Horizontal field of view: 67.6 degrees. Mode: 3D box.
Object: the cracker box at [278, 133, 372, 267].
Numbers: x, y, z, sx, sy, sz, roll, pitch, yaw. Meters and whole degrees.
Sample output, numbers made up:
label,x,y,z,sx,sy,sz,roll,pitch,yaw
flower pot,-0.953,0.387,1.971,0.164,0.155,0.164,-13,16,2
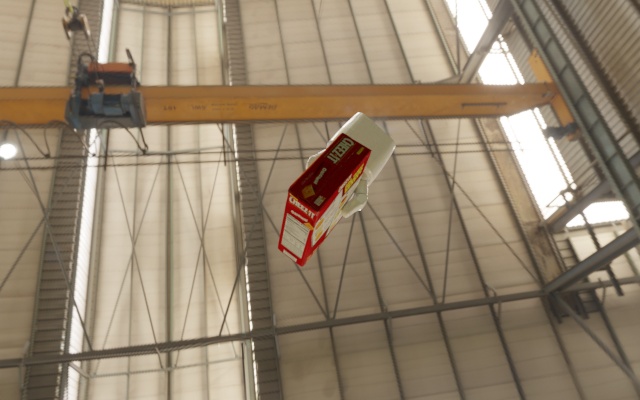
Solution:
label,x,y,z,sx,sy,sz,roll,pitch,yaw
cracker box,0.000,0.003,0.870,0.072,0.164,0.214,34,-31,11
